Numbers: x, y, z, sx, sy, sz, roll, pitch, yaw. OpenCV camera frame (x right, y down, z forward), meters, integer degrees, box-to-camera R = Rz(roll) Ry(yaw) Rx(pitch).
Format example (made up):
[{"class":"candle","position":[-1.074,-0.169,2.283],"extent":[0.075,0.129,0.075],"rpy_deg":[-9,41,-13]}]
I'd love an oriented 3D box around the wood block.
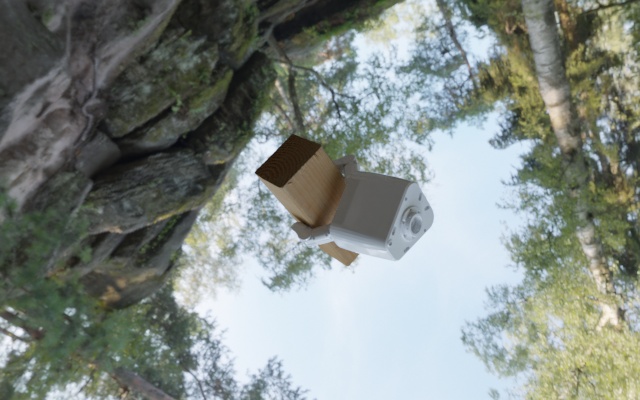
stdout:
[{"class":"wood block","position":[0.000,0.003,0.775],"extent":[0.090,0.091,0.206],"rpy_deg":[29,-18,51]}]
